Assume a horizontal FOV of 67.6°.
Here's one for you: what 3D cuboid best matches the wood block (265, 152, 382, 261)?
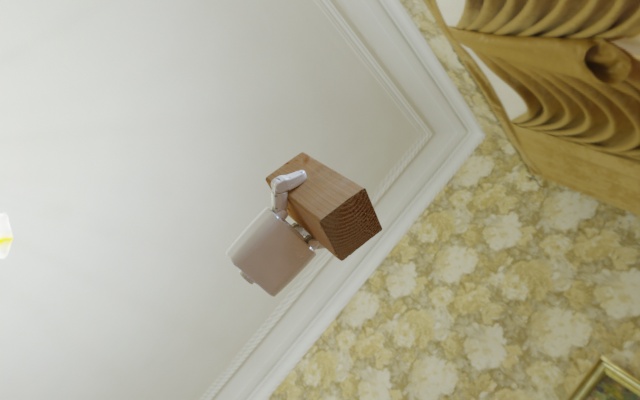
[{"bbox_3d":[0.000,0.003,0.810,0.090,0.091,0.206,-36,35,-13],"label":"wood block"}]
